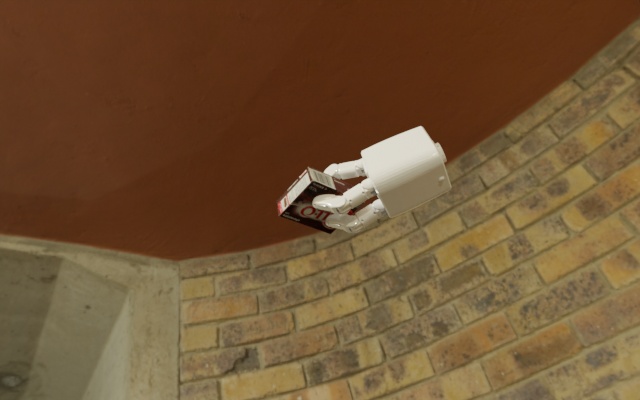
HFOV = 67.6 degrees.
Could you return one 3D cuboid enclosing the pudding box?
[{"bbox_3d":[0.000,0.002,0.770,0.113,0.039,0.090,23,-55,-33],"label":"pudding box"}]
